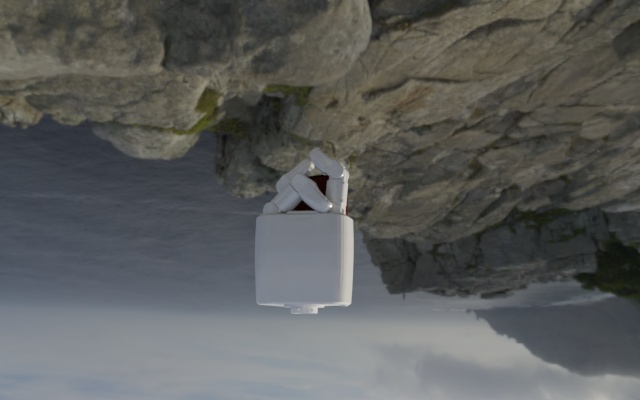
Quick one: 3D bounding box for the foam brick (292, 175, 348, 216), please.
[{"bbox_3d":[0.000,0.002,0.640,0.053,0.051,0.078,-7,-16,21],"label":"foam brick"}]
